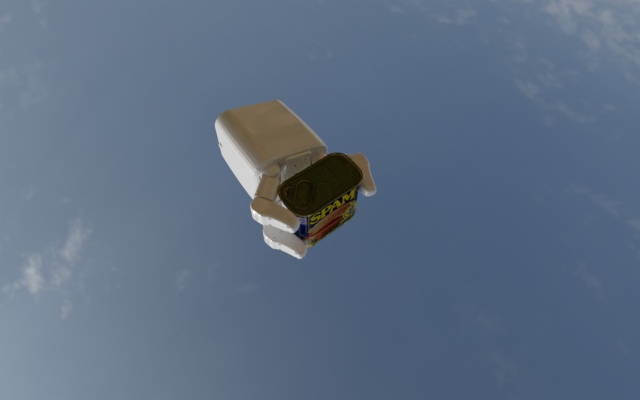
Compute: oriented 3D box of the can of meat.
[{"bbox_3d":[0.000,0.002,0.593,0.102,0.057,0.084,-33,-27,-20],"label":"can of meat"}]
